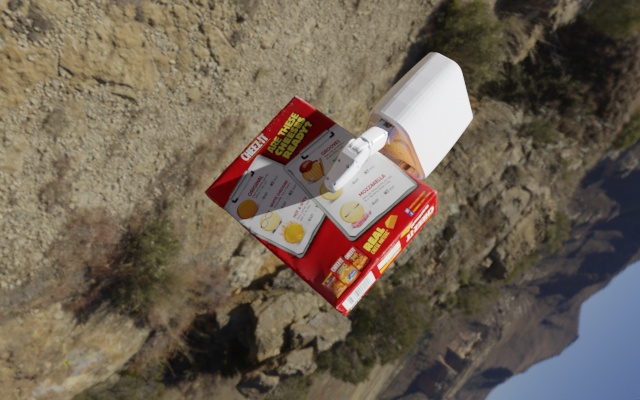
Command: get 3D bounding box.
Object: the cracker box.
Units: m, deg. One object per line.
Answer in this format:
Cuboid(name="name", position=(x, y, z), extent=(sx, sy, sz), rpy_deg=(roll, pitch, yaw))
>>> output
Cuboid(name="cracker box", position=(0.000, 0.002, 0.556), extent=(0.213, 0.164, 0.072), rpy_deg=(38, -10, 24))
